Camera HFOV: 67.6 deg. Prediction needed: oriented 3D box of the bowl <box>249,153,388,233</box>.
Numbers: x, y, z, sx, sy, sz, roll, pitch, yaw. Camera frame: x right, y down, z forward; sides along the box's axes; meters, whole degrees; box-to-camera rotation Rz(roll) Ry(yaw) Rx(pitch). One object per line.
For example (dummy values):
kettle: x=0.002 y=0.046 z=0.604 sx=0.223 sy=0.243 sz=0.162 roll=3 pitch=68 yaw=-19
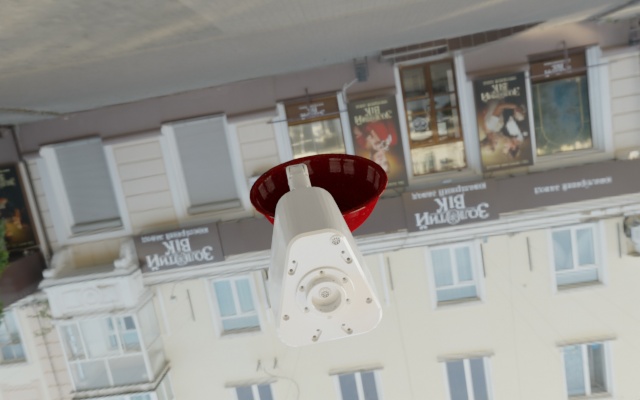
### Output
bowl: x=0.000 y=0.002 z=0.570 sx=0.162 sy=0.055 sz=0.162 roll=-6 pitch=30 yaw=4
